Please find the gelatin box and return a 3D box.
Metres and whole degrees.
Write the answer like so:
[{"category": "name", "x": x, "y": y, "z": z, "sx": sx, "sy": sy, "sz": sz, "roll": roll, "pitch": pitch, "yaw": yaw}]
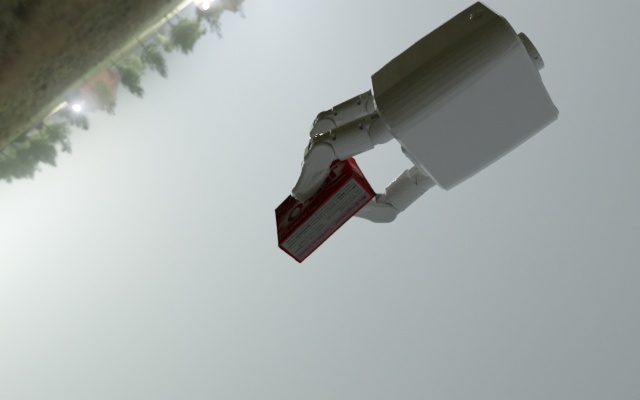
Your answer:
[{"category": "gelatin box", "x": 0.000, "y": 0.002, "z": 0.415, "sx": 0.030, "sy": 0.089, "sz": 0.073, "roll": 42, "pitch": 12, "yaw": -21}]
